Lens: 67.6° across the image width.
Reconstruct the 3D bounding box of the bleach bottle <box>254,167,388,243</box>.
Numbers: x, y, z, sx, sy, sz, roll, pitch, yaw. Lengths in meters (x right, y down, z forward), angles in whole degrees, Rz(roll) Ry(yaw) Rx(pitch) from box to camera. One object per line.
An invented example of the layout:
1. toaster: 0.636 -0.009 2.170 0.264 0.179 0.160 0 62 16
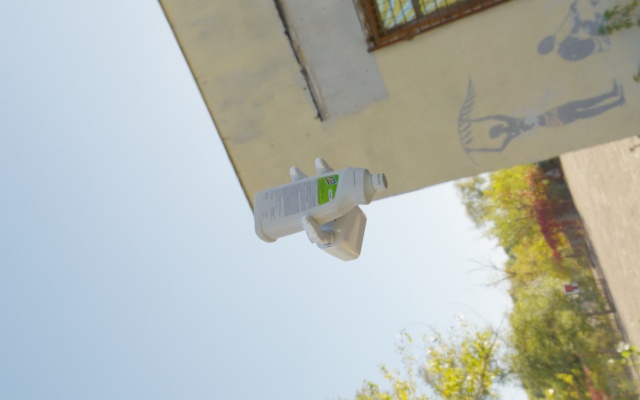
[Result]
1. bleach bottle: 0.000 0.003 0.871 0.251 0.102 0.068 -15 -26 23
